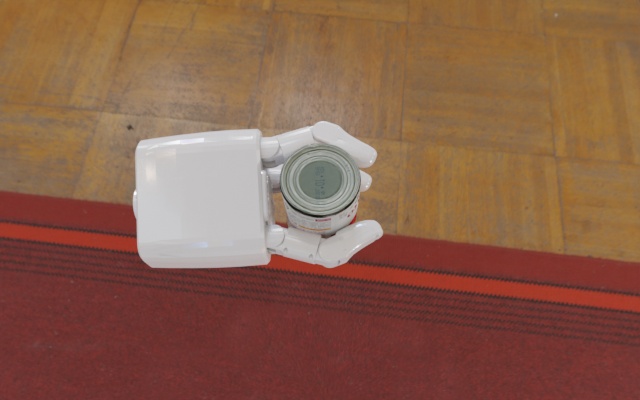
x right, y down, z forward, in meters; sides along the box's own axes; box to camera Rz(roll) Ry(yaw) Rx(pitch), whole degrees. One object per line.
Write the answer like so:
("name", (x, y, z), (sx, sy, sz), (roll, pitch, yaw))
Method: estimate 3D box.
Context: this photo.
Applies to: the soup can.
("soup can", (0.001, 0.001, 0.427), (0.068, 0.068, 0.102), (0, -23, 1))
